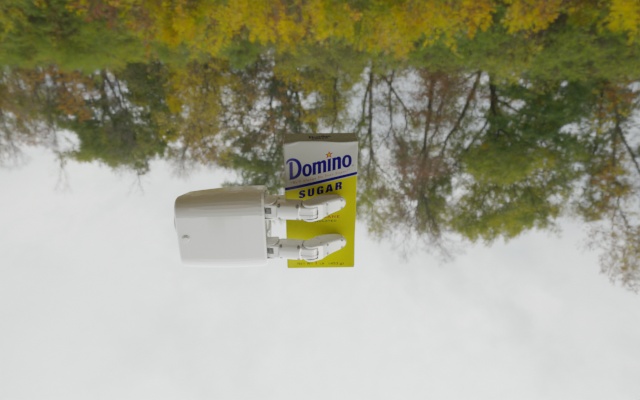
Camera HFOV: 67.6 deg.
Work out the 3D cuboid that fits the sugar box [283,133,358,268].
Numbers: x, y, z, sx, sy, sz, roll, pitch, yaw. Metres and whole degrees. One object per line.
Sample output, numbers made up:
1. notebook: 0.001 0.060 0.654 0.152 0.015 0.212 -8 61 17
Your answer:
1. sugar box: 0.000 0.002 0.621 0.093 0.176 0.048 -1 25 -1
